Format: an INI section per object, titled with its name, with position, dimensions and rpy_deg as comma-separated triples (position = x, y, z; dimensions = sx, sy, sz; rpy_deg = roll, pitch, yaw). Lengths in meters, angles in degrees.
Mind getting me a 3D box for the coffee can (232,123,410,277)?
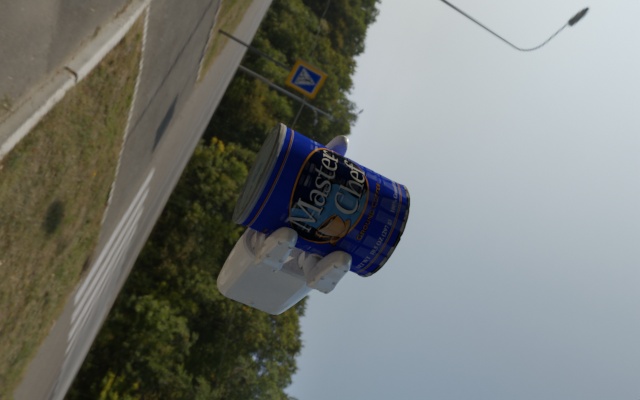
[coffee can]
position = 0.000, 0.001, 0.465
dimensions = 0.140, 0.103, 0.103
rpy_deg = 25, -7, -15
